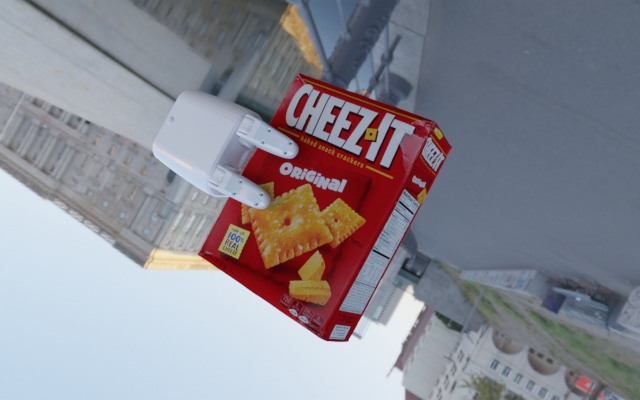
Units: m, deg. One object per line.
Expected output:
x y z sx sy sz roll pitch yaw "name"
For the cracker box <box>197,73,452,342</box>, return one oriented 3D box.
0.000 0.002 0.465 0.164 0.213 0.072 28 -1 30 "cracker box"
